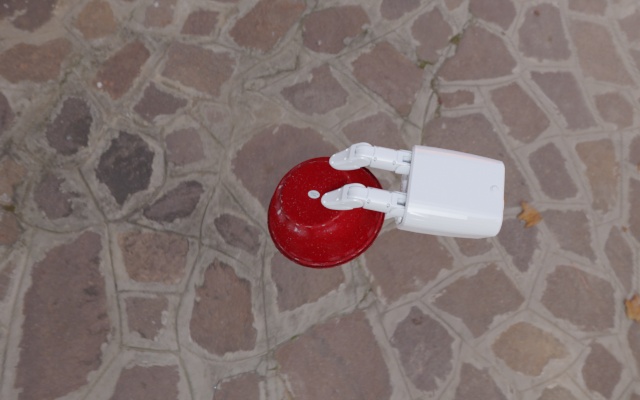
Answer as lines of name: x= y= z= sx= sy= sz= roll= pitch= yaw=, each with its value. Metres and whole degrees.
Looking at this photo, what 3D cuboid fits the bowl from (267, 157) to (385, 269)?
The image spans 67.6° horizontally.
bowl: x=-0.001 y=0.002 z=0.610 sx=0.162 sy=0.162 sz=0.055 roll=0 pitch=-25 yaw=16
